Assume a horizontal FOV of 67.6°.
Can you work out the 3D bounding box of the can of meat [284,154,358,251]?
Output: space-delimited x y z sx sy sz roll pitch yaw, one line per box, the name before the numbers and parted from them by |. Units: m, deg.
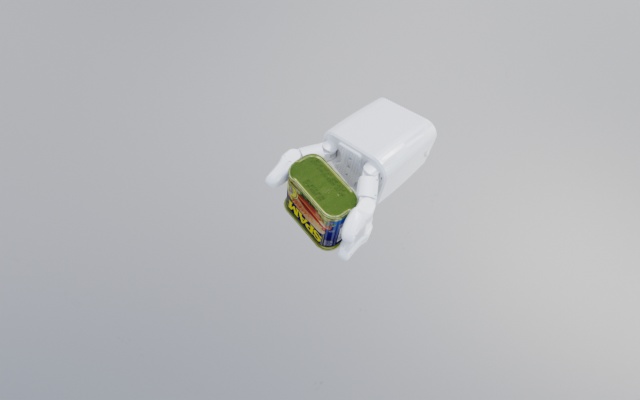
can of meat | 0.000 0.002 0.608 0.057 0.102 0.084 -33 -22 -22
